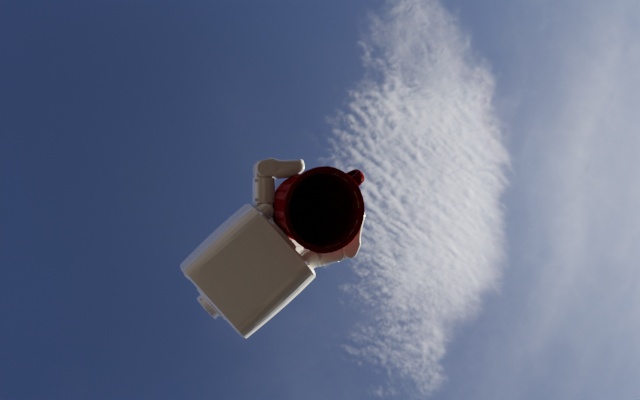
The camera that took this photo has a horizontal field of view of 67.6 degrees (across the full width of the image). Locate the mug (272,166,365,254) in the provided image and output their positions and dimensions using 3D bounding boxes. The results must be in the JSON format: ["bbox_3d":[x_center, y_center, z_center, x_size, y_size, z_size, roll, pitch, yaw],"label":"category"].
[{"bbox_3d":[0.001,0.001,0.549,0.117,0.093,0.081,-41,14,-15],"label":"mug"}]
